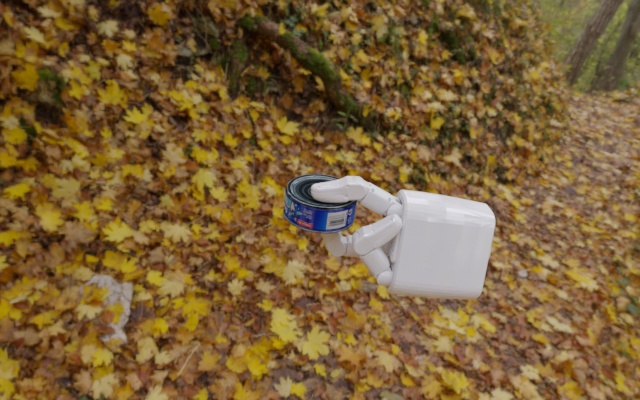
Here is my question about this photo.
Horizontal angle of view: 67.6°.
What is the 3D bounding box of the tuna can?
[{"bbox_3d":[0.000,0.001,0.558,0.086,0.034,0.086,5,29,-3],"label":"tuna can"}]
